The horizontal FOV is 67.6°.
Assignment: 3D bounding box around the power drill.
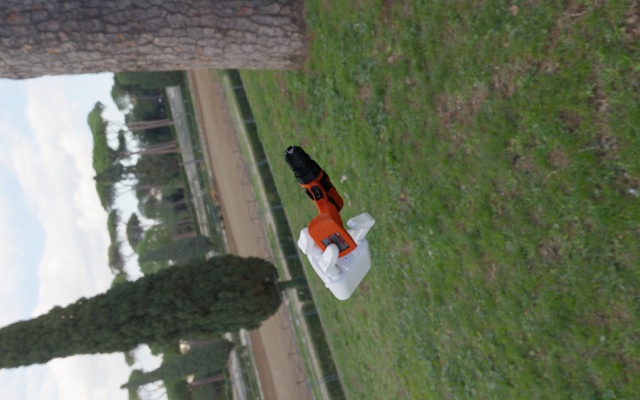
[{"bbox_3d":[0.000,0.003,0.883,0.057,0.187,0.184,-30,-51,14],"label":"power drill"}]
